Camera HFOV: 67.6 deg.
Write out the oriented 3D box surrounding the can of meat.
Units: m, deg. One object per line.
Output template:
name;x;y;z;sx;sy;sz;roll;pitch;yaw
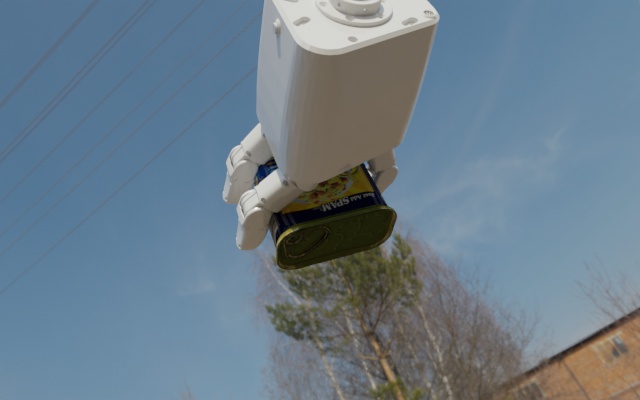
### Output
can of meat;0.000;0.001;0.407;0.102;0.084;0.057;-13;-36;-15
